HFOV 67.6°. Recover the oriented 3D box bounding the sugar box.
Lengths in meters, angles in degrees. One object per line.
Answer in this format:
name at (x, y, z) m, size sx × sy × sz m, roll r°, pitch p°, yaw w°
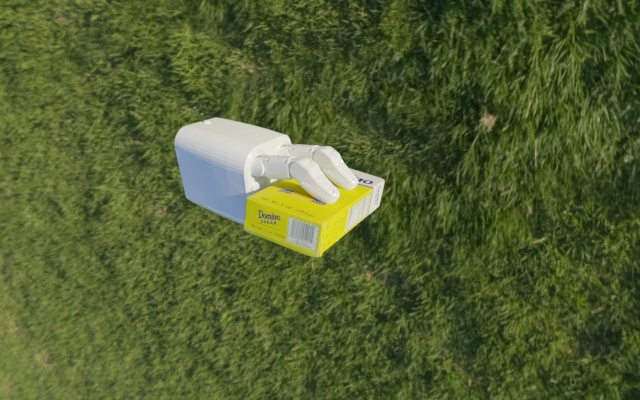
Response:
sugar box at (0.000, 0.001, 0.552) m, size 0.093 × 0.048 × 0.176 m, roll 19°, pitch 27°, yaw 21°
